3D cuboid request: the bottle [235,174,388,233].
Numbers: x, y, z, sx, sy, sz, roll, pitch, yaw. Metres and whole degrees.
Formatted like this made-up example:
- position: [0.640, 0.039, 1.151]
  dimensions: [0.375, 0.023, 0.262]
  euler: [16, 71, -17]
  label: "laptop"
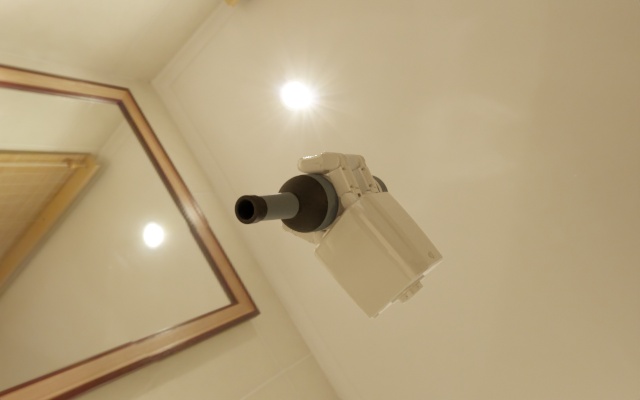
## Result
- position: [0.000, 0.002, 0.570]
  dimensions: [0.069, 0.069, 0.295]
  euler: [0, 3, 28]
  label: "bottle"
